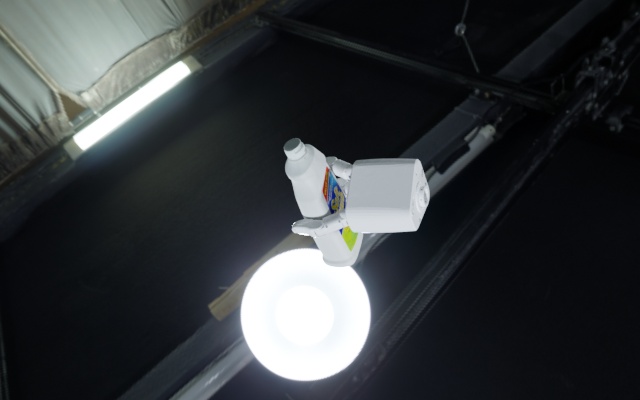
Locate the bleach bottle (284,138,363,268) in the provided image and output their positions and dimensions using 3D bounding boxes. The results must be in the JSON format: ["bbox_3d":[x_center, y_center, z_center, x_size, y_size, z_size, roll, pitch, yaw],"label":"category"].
[{"bbox_3d":[0.000,0.003,0.802,0.068,0.102,0.251,-1,-41,28],"label":"bleach bottle"}]
